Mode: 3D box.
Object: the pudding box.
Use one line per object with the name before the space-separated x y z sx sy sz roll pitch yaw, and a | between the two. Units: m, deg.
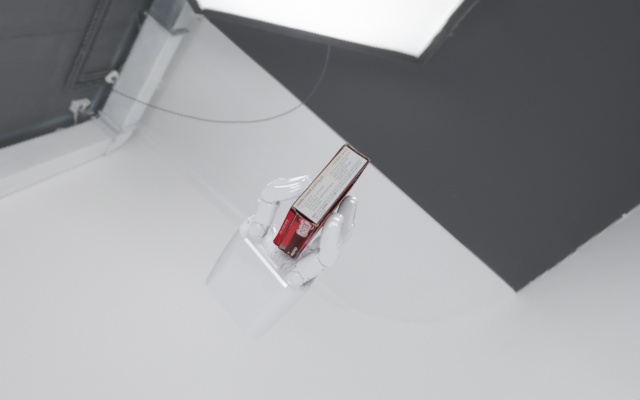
pudding box | 0.000 0.002 0.530 0.039 0.113 0.090 36 -33 2
